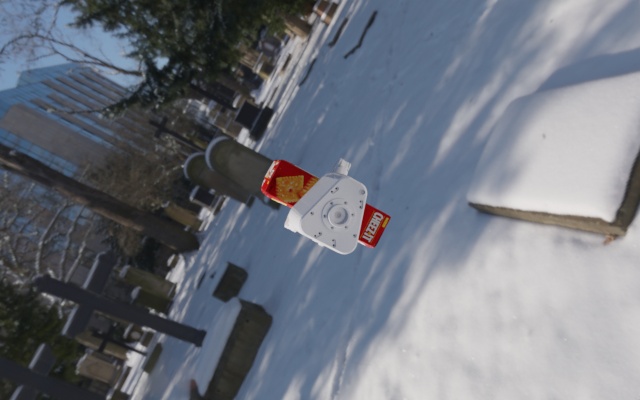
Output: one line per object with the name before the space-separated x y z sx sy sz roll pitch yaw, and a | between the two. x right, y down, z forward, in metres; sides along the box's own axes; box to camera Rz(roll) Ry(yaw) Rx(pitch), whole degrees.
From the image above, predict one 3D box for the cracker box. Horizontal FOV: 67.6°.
cracker box | 0.000 0.003 0.871 0.214 0.072 0.164 28 -1 -11
